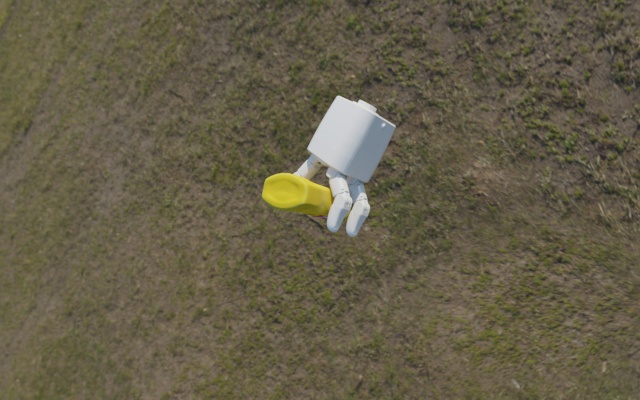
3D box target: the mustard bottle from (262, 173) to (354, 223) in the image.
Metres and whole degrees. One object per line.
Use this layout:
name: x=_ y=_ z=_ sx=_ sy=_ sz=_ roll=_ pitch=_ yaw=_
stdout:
mustard bottle: x=0.000 y=0.003 z=0.796 sx=0.096 sy=0.058 sz=0.192 roll=6 pitch=-7 yaw=39
